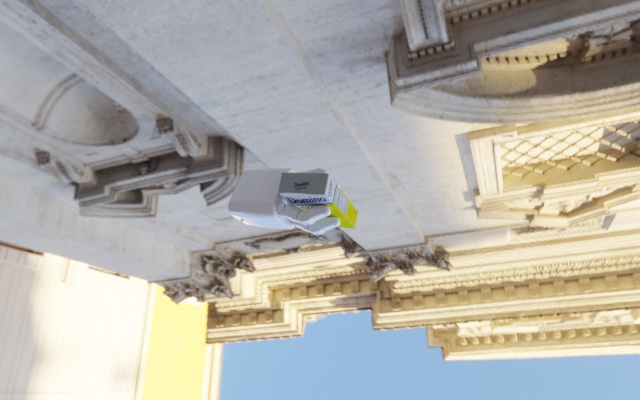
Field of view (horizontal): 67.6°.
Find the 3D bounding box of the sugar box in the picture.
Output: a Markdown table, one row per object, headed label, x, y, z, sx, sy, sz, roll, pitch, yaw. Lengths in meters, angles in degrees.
| label | x | y | z | sx | sy | sz | roll | pitch | yaw |
| --- | --- | --- | --- | --- | --- | --- | --- | --- | --- |
| sugar box | 0.000 | 0.003 | 0.893 | 0.093 | 0.048 | 0.176 | 2 | -19 | 24 |
